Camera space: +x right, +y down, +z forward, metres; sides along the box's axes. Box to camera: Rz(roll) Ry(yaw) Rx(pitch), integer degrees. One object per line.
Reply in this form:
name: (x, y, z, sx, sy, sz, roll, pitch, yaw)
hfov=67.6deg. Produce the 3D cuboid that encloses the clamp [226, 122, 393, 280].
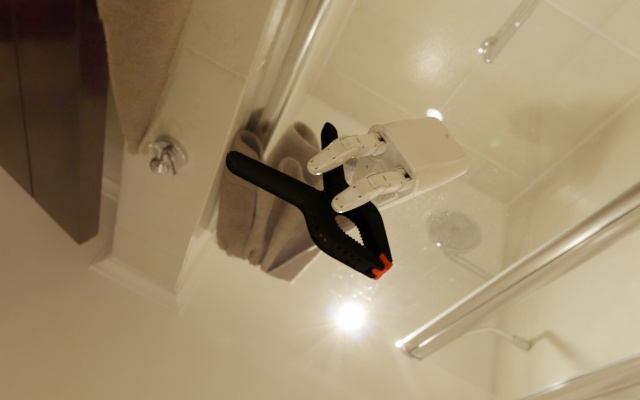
clamp: (0.000, 0.003, 0.541, 0.164, 0.210, 0.036, -17, -25, -35)
